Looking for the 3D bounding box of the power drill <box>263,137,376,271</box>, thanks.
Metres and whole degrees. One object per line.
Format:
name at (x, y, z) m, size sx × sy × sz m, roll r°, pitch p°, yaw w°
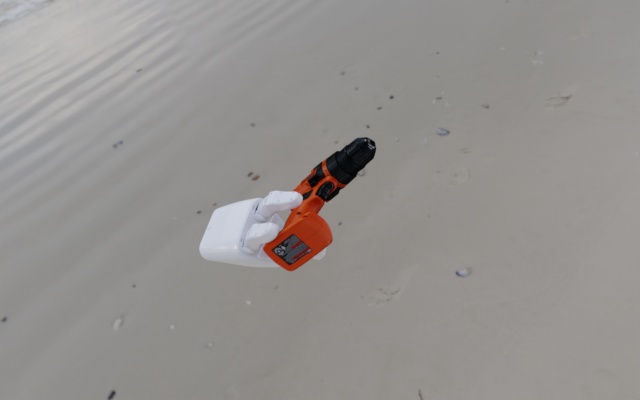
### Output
power drill at (0.000, 0.003, 0.688) m, size 0.184 × 0.057 × 0.187 m, roll -41°, pitch 14°, yaw 35°
